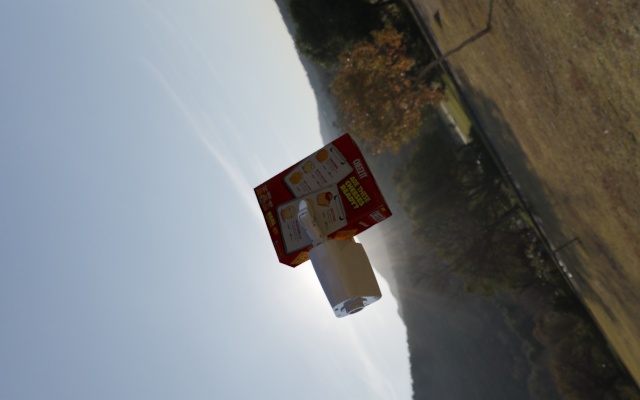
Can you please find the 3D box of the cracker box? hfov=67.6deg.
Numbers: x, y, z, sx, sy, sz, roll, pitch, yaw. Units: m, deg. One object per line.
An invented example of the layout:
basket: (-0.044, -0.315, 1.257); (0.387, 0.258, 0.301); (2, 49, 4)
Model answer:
cracker box: (0.000, 0.003, 0.880); (0.214, 0.164, 0.072); (-29, -27, 13)
